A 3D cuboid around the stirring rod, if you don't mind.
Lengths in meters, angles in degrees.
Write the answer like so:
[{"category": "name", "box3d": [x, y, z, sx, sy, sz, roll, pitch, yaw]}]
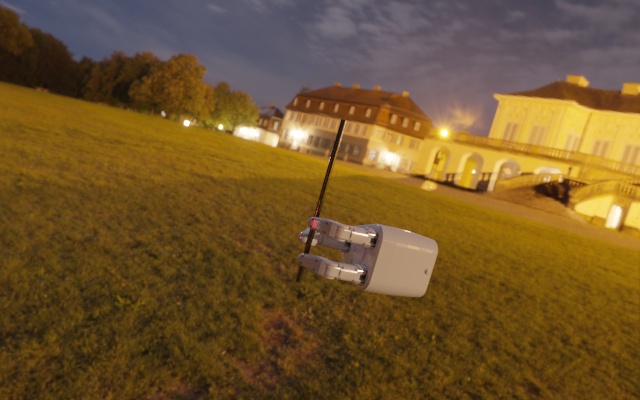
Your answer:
[{"category": "stirring rod", "box3d": [0.000, 0.002, 0.680, 0.011, 0.239, 0.011, 16, 5, -1]}]
